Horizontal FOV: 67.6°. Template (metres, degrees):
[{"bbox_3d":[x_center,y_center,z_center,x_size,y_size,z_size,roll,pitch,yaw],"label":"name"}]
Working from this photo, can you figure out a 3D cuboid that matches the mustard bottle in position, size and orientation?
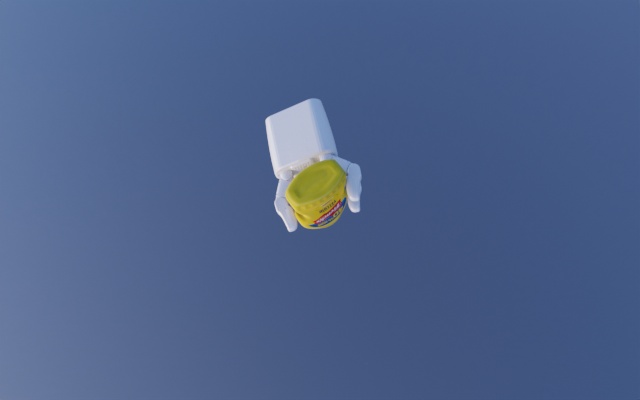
[{"bbox_3d":[0.000,0.003,0.804,0.096,0.058,0.192,-37,-18,-7],"label":"mustard bottle"}]
